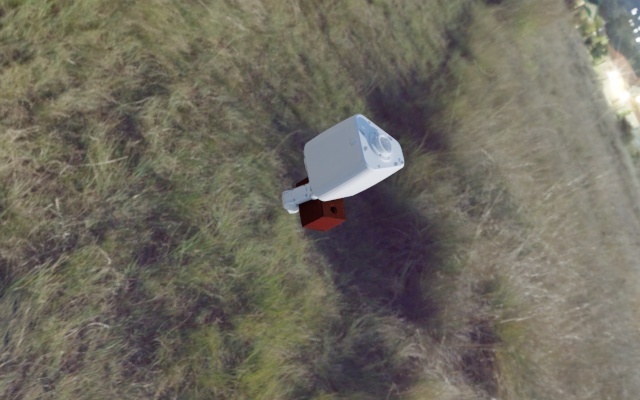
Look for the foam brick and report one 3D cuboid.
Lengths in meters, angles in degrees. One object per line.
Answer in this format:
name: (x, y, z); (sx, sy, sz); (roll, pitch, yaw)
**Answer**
foam brick: (0.000, 0.003, 0.760); (0.053, 0.078, 0.051); (12, -29, -44)
